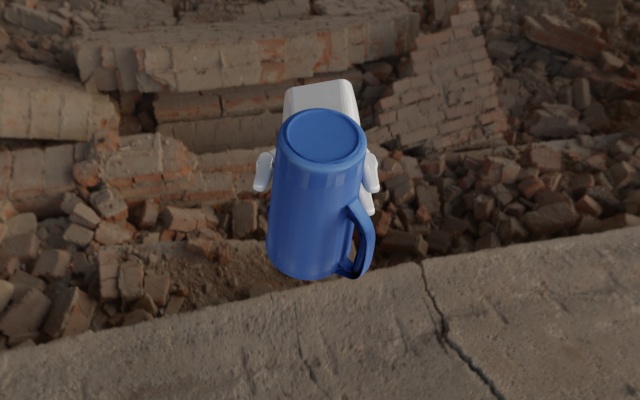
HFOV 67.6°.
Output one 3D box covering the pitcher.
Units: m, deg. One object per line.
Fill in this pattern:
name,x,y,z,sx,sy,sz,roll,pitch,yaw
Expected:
pitcher,0.000,0.002,0.652,0.149,0.145,0.243,2,-37,-6
